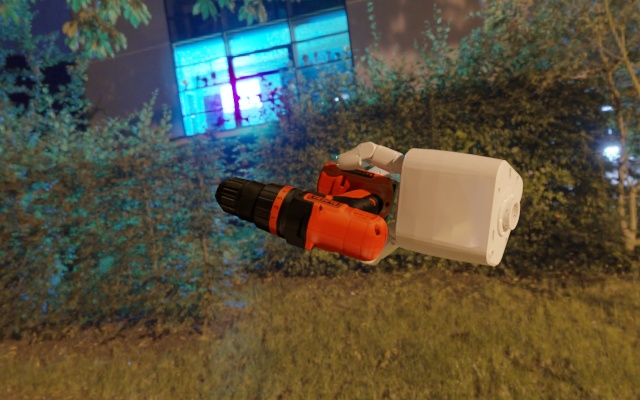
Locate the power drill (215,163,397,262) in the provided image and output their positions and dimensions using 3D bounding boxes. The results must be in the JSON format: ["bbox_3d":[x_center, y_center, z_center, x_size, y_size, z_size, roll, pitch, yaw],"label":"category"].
[{"bbox_3d":[0.001,0.002,0.542,0.184,0.057,0.187,18,20,17],"label":"power drill"}]
